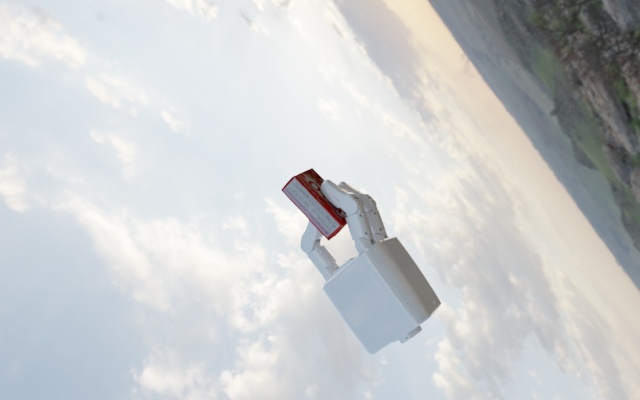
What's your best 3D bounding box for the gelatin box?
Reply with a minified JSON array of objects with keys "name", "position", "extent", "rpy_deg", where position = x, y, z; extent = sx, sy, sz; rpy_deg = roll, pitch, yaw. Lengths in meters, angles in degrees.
[{"name":"gelatin box","position":[0.000,0.002,0.613],"extent":[0.030,0.089,0.073],"rpy_deg":[-45,-4,21]}]
